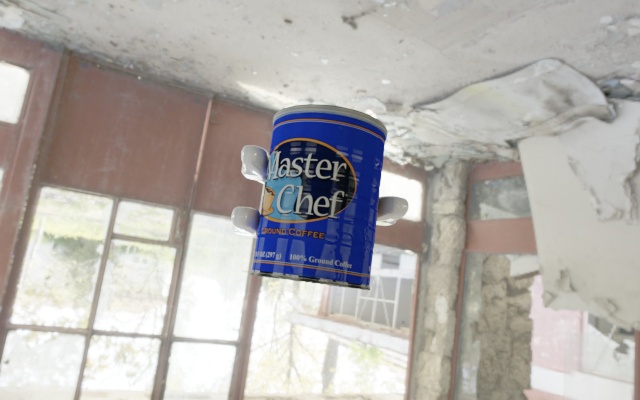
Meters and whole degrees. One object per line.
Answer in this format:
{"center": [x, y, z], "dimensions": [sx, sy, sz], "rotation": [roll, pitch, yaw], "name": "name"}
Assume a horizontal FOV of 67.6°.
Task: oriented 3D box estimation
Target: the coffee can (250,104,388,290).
{"center": [0.000, 0.001, 0.416], "dimensions": [0.103, 0.140, 0.103], "rotation": [7, -10, 1], "name": "coffee can"}
